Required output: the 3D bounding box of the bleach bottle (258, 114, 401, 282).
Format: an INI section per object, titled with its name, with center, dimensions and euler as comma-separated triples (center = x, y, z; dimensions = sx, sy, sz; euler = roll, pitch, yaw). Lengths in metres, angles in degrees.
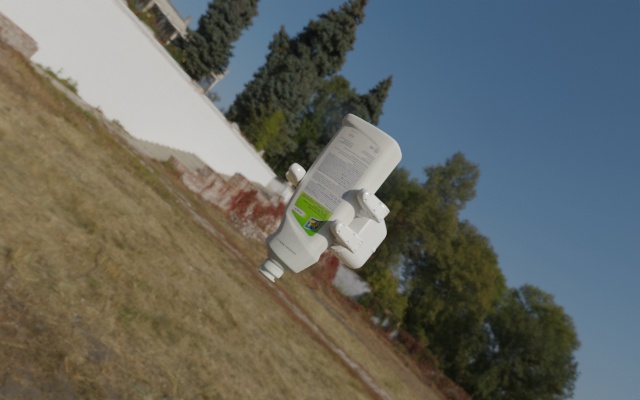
[bleach bottle]
center = 0.000, 0.002, 0.667
dimensions = 0.102, 0.251, 0.068
euler = 36, -9, 28
